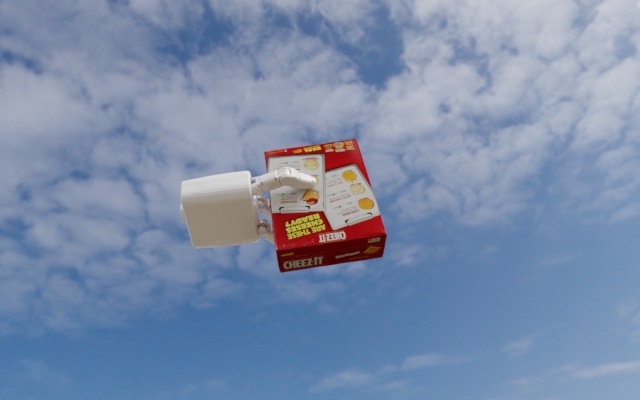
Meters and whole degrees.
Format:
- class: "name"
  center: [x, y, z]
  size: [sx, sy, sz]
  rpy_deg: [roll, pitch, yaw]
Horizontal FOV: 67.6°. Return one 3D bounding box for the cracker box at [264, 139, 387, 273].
- class: "cracker box"
  center: [0.000, 0.002, 0.772]
  size: [0.164, 0.213, 0.072]
  rpy_deg: [-8, -41, -4]
